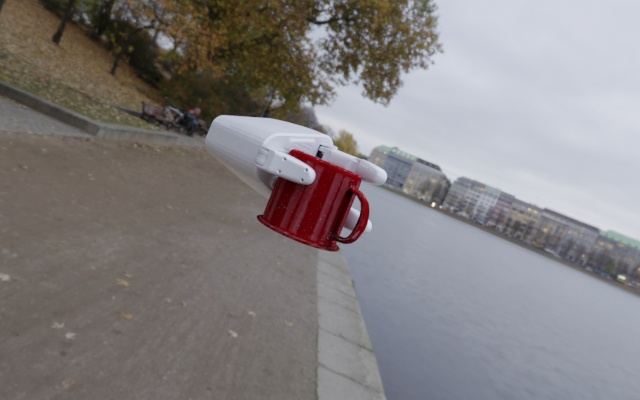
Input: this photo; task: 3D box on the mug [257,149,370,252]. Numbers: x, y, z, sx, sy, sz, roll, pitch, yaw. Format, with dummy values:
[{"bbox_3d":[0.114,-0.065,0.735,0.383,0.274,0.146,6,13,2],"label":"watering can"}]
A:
[{"bbox_3d":[0.001,0.002,0.488,0.117,0.081,0.093,26,5,39],"label":"mug"}]
